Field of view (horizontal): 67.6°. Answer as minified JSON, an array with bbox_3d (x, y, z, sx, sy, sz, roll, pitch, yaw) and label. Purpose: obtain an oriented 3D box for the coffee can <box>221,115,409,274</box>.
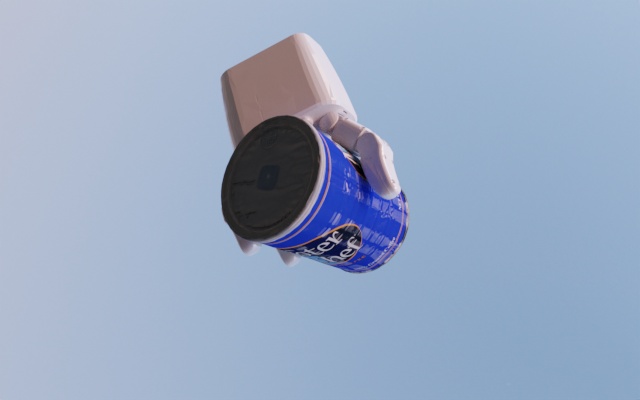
[{"bbox_3d":[0.000,0.001,0.417,0.103,0.102,0.140,0,-17,38],"label":"coffee can"}]
